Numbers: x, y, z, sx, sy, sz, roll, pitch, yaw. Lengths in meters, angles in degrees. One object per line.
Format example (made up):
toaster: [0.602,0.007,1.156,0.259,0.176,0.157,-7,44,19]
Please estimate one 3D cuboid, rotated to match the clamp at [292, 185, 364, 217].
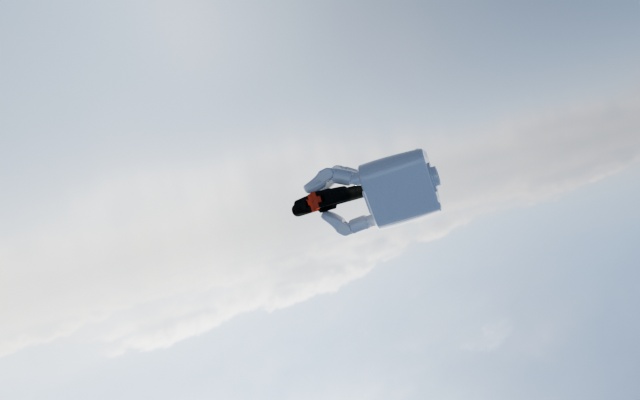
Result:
clamp: [0.000,0.003,0.807,0.164,0.036,0.210,-18,-2,17]
